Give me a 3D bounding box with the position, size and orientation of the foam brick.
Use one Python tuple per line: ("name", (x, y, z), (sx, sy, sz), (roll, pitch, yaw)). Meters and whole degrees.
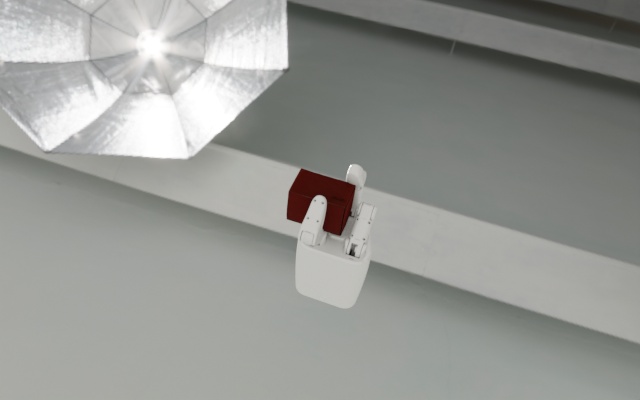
("foam brick", (0.000, 0.002, 0.624), (0.078, 0.051, 0.053), (17, 43, 10))
